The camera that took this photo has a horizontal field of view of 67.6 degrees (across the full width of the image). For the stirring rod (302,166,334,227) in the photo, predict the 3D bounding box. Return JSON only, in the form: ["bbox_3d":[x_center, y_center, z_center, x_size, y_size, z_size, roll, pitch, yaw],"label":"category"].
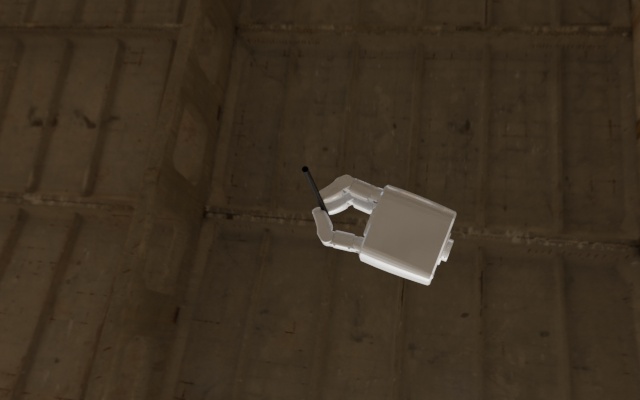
[{"bbox_3d":[0.000,0.002,0.688,0.011,0.011,0.240,0,-19,9],"label":"stirring rod"}]
